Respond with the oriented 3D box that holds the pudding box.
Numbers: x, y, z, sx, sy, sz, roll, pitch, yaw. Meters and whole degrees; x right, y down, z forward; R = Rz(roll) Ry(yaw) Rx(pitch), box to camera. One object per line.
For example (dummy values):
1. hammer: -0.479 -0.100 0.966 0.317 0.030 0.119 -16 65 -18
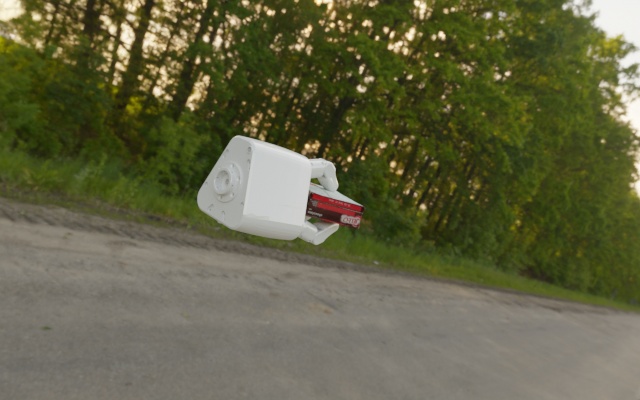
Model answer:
1. pudding box: 0.000 0.002 0.698 0.090 0.039 0.113 16 9 -24
